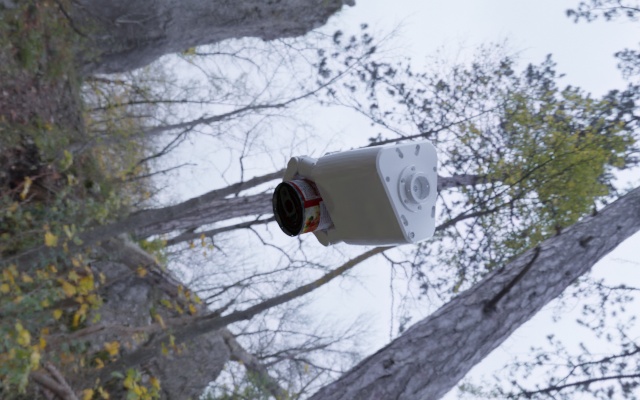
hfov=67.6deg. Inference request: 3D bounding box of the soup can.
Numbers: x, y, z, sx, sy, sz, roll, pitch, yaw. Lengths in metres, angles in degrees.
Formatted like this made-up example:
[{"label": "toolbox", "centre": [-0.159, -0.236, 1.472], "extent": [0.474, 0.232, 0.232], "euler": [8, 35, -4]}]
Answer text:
[{"label": "soup can", "centre": [0.000, 0.002, 0.602], "extent": [0.102, 0.068, 0.068], "euler": [-13, 7, -36]}]
